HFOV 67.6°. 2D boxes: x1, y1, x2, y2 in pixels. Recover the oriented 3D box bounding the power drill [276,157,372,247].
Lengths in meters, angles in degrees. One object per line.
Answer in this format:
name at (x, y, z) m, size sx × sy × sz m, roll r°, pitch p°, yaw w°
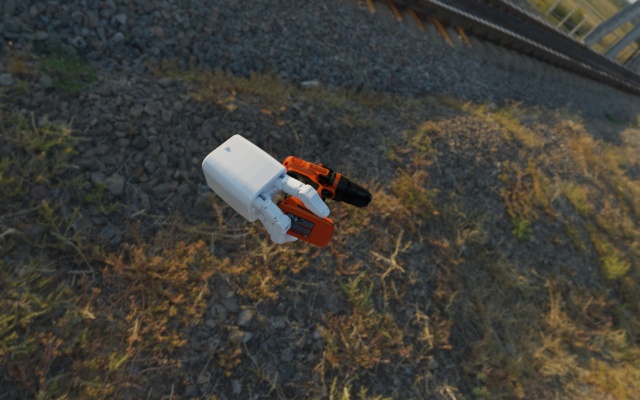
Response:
power drill at (0.000, 0.003, 0.864) m, size 0.184 × 0.057 × 0.187 m, roll 21°, pitch 32°, yaw -1°
